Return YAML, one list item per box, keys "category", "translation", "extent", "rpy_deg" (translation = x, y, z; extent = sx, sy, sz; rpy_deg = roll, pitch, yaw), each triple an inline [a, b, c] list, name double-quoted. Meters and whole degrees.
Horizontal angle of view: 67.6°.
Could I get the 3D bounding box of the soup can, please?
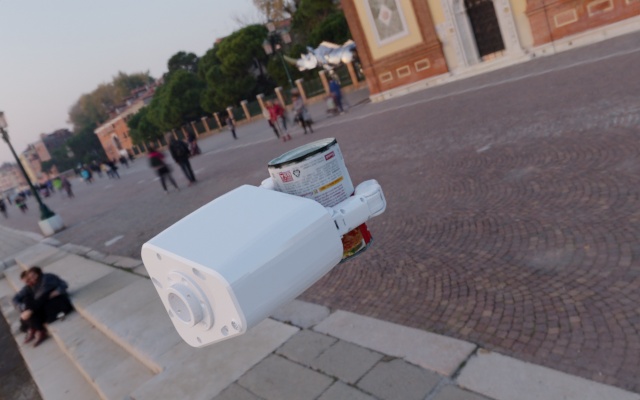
- category: "soup can"
  translation: [0.000, 0.001, 0.440]
  extent: [0.068, 0.102, 0.068]
  rpy_deg: [-20, 14, 5]
